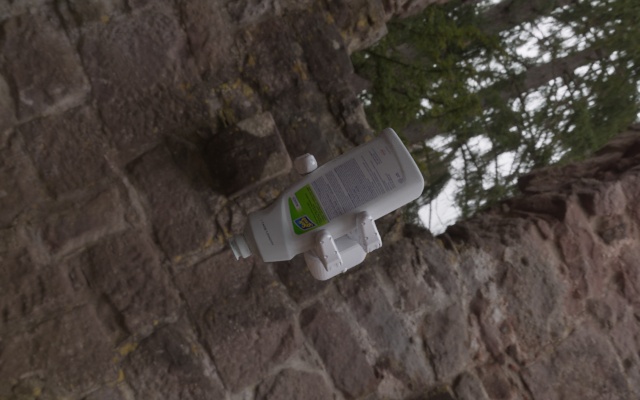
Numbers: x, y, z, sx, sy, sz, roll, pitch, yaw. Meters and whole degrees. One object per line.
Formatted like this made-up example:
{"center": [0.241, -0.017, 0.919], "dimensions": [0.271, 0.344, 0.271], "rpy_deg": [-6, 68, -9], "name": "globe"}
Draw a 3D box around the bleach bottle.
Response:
{"center": [0.000, 0.002, 0.612], "dimensions": [0.251, 0.102, 0.068], "rpy_deg": [-25, -22, -9], "name": "bleach bottle"}
